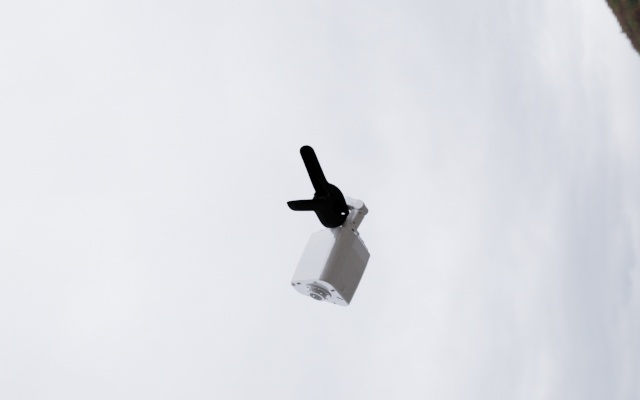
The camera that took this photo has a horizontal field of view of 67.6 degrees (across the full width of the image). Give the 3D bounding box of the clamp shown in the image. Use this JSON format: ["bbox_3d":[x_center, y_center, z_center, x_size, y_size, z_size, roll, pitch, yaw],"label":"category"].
[{"bbox_3d":[0.000,0.003,0.809,0.039,0.120,0.171,-5,-42,38],"label":"clamp"}]
